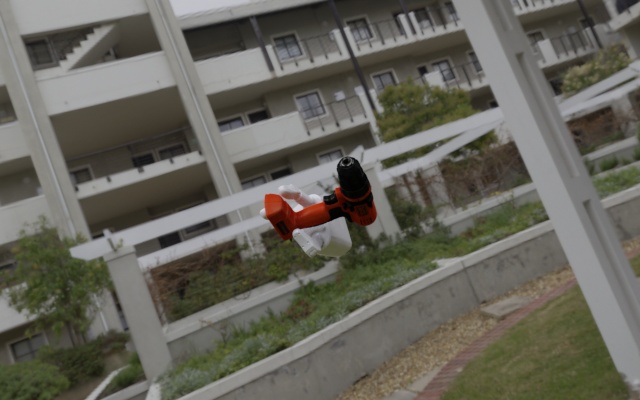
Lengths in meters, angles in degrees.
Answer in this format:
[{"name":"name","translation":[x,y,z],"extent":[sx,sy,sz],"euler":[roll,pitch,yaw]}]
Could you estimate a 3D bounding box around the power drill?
[{"name":"power drill","translation":[0.000,0.003,0.846],"extent":[0.187,0.057,0.185],"euler":[-13,-37,9]}]
